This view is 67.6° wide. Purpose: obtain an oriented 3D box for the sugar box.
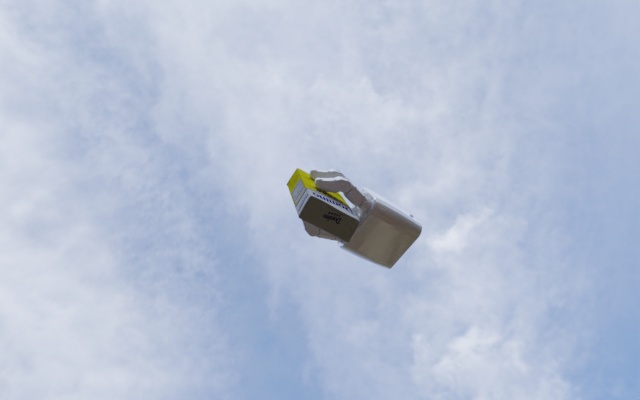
[{"bbox_3d":[0.001,0.002,0.794,0.093,0.048,0.176,28,8,-18],"label":"sugar box"}]
